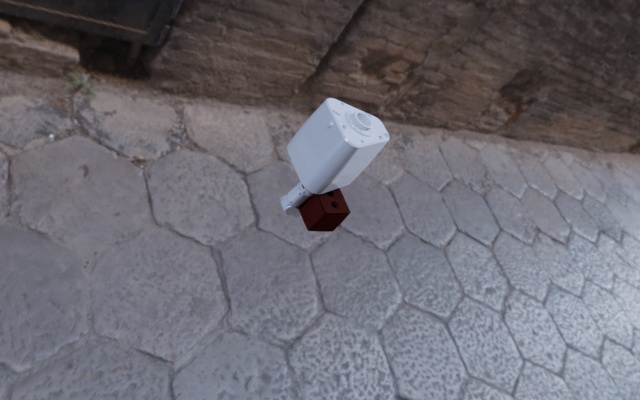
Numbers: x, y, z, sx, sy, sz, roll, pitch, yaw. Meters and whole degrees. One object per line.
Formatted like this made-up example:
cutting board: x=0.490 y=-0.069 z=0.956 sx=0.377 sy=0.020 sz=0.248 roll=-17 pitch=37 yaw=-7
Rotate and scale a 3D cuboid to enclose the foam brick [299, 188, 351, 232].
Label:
foam brick: x=0.000 y=0.003 z=0.736 sx=0.053 sy=0.078 sz=0.051 roll=2 pitch=-36 yaw=-41
